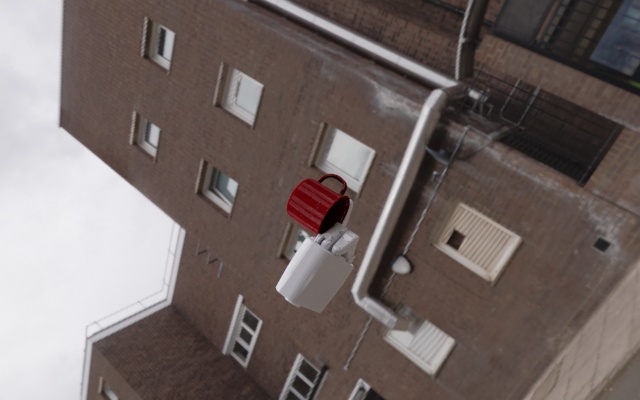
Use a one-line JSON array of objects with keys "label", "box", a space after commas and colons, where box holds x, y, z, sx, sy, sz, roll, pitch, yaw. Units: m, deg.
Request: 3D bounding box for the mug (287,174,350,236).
[{"label": "mug", "box": [0.001, 0.001, 0.860, 0.081, 0.117, 0.093, 32, -3, 23]}]
